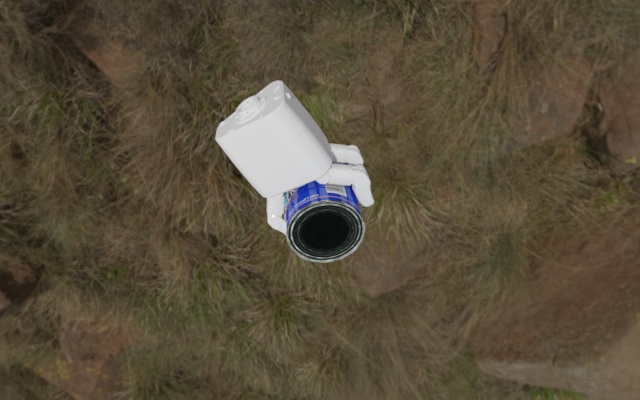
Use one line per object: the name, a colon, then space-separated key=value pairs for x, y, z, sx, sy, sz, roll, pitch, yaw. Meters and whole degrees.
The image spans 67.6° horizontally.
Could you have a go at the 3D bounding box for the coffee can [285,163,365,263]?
coffee can: x=0.000 y=0.002 z=0.668 sx=0.103 sy=0.103 sz=0.140 roll=0 pitch=35 yaw=-7
